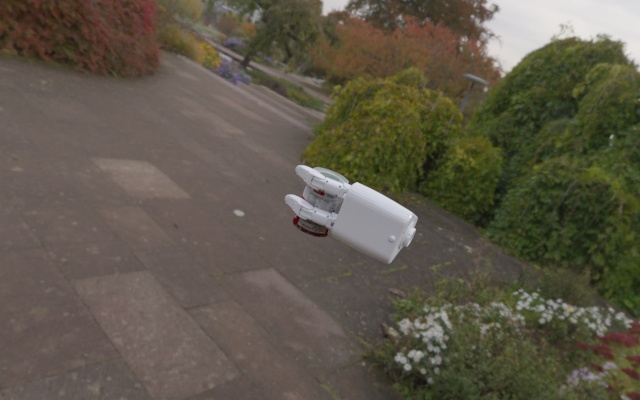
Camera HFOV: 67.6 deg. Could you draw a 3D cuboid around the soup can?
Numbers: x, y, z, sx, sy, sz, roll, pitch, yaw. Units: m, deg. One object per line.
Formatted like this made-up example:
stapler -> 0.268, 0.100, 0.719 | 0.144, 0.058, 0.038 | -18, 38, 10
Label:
soup can -> 0.000, 0.002, 0.820 | 0.068, 0.102, 0.068 | 20, 18, -7
